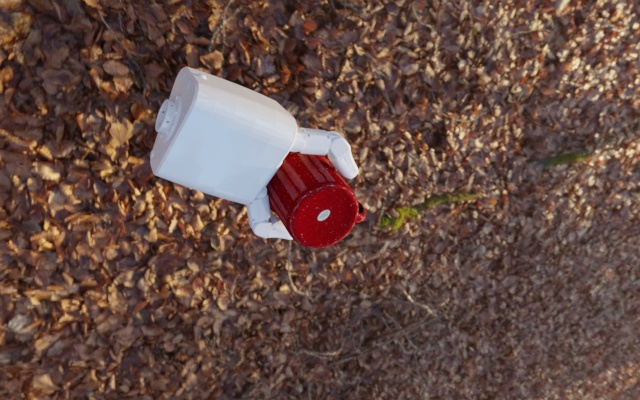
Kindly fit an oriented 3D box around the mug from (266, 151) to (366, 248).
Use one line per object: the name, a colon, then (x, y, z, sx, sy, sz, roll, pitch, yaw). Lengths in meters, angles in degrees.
mug: (0.001, 0.002, 0.534, 0.117, 0.093, 0.081, 16, 22, -31)
